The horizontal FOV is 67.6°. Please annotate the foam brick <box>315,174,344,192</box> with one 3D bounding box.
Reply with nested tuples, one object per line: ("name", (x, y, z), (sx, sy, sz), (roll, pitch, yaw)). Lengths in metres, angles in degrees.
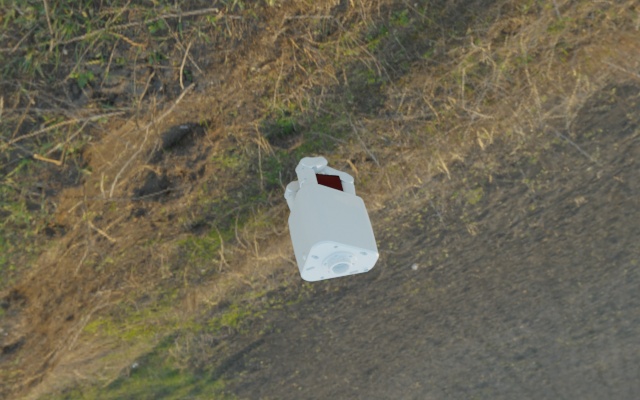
("foam brick", (0.000, 0.003, 0.758), (0.053, 0.051, 0.078), (3, -44, -17))
